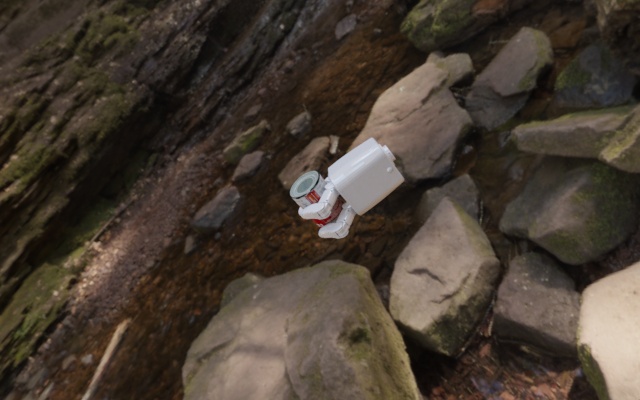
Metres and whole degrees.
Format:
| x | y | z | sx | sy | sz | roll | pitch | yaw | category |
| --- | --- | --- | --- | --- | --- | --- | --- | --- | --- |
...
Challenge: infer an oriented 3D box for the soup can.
| x | y | z | sx | sy | sz | roll | pitch | yaw | category |
| --- | --- | --- | --- | --- | --- | --- | --- | --- | --- |
| 0.000 | 0.003 | 0.883 | 0.068 | 0.068 | 0.102 | 0 | -40 | 50 | soup can |
